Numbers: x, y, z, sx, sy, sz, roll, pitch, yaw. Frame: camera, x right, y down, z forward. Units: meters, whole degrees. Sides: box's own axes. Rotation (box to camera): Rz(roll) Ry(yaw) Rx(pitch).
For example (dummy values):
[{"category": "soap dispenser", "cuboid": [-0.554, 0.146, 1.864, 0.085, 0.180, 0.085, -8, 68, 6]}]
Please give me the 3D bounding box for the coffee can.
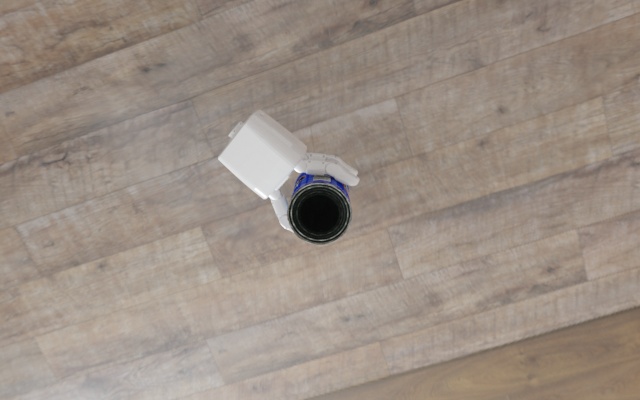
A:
[{"category": "coffee can", "cuboid": [0.000, 0.003, 0.810, 0.103, 0.103, 0.140, 0, 16, 1]}]
